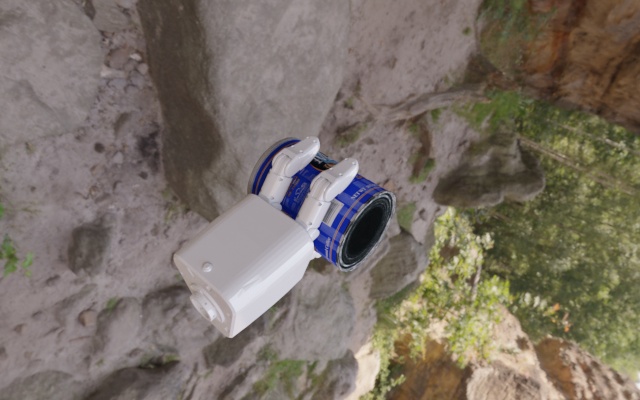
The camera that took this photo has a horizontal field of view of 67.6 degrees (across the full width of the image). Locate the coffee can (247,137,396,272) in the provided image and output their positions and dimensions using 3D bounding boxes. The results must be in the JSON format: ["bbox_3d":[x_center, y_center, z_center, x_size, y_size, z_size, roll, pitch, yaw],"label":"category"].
[{"bbox_3d":[0.000,0.002,0.554,0.140,0.103,0.103,32,16,28],"label":"coffee can"}]
